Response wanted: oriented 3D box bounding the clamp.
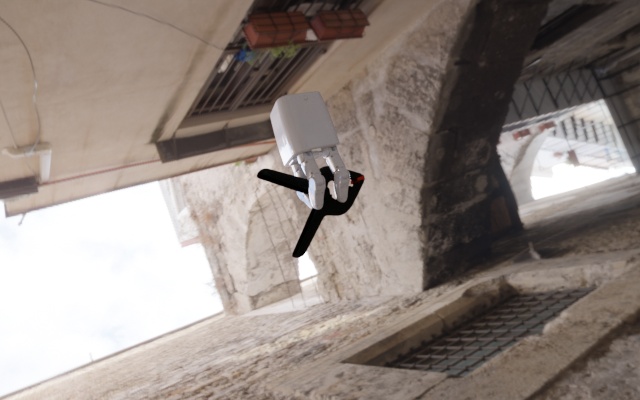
[{"bbox_3d":[0.000,0.003,0.866,0.210,0.164,0.036,-16,-3,-33],"label":"clamp"}]
